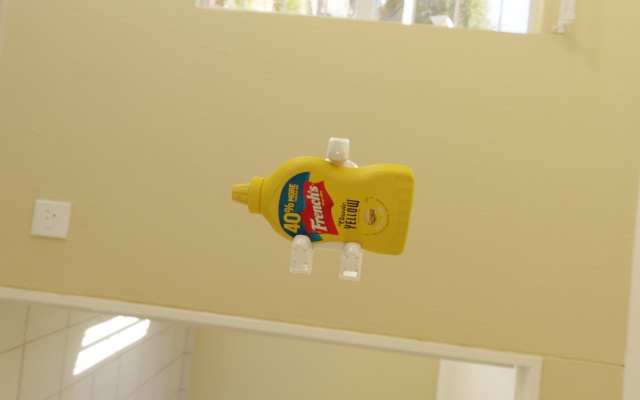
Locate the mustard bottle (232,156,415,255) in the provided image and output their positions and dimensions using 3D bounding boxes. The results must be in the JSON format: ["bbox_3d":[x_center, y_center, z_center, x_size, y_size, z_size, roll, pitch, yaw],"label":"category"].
[{"bbox_3d":[0.000,0.002,0.516,0.191,0.096,0.058,6,23,3],"label":"mustard bottle"}]
